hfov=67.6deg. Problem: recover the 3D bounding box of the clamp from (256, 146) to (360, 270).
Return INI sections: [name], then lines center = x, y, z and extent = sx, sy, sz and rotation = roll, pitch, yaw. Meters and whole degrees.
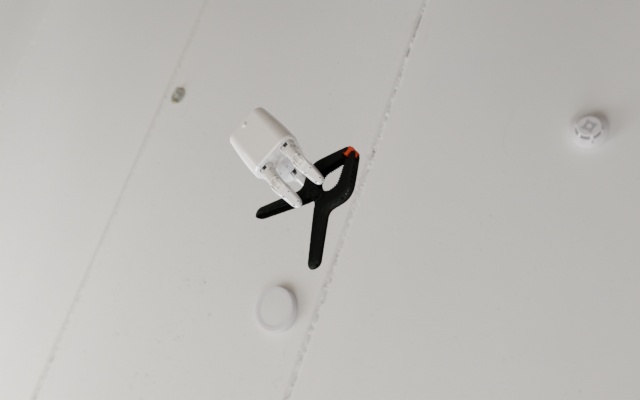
[clamp]
center = 0.001, 0.002, 0.814
extent = 0.164, 0.210, 0.036
rotation = 47, 7, 31
